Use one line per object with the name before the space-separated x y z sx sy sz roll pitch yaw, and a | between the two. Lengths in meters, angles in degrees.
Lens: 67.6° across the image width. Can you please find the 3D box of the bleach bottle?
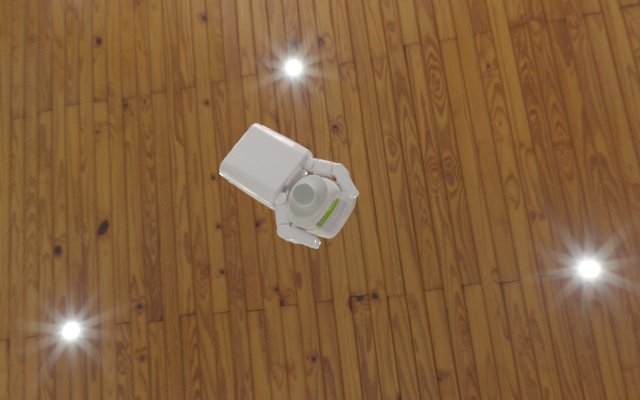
bleach bottle | 0.000 0.003 0.758 0.068 0.102 0.251 30 -3 12
